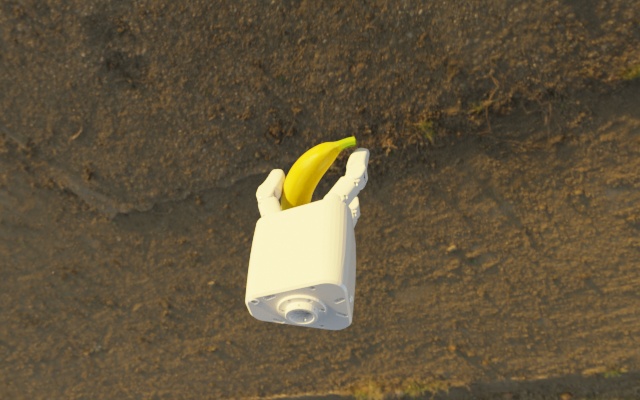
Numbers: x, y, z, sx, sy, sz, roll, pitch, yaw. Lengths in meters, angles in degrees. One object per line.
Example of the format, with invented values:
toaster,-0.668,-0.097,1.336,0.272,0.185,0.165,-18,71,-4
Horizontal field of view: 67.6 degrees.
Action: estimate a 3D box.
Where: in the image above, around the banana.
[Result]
banana,-0.017,-0.004,0.614,0.069,0.037,0.198,11,-46,-13
